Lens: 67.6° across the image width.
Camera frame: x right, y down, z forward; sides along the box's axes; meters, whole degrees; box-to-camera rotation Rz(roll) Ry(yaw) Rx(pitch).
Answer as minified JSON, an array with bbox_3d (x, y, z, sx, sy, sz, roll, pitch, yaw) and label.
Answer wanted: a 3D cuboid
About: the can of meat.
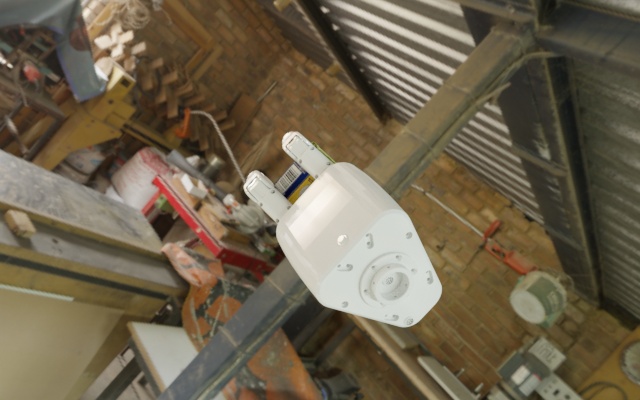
[{"bbox_3d":[0.000,0.001,0.501,0.102,0.084,0.057,41,4,-26],"label":"can of meat"}]
